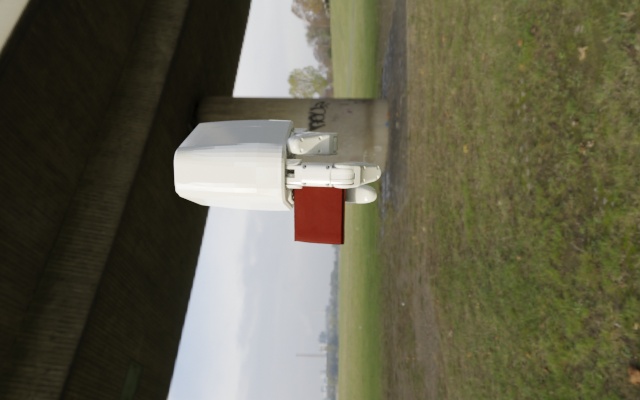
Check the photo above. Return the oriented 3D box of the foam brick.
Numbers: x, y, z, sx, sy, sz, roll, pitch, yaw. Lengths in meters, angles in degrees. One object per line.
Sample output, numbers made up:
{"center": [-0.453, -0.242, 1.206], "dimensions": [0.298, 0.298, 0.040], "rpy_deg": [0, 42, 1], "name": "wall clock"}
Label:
{"center": [0.000, 0.002, 0.498], "dimensions": [0.051, 0.078, 0.053], "rpy_deg": [1, 10, 2], "name": "foam brick"}
